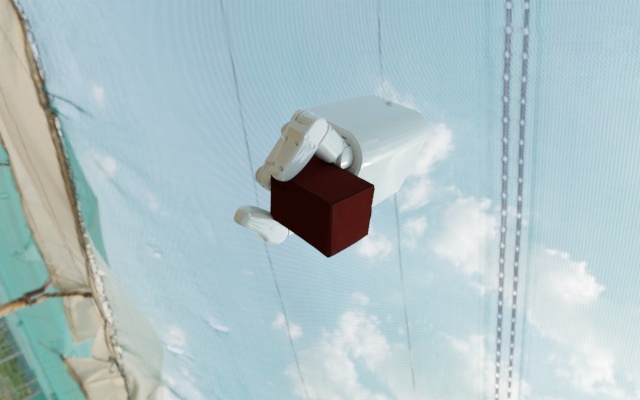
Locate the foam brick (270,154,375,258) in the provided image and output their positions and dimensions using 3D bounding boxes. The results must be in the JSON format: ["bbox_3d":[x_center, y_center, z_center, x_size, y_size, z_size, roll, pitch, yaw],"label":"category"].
[{"bbox_3d":[0.000,0.002,0.407,0.051,0.053,0.078,-22,40,-37],"label":"foam brick"}]
